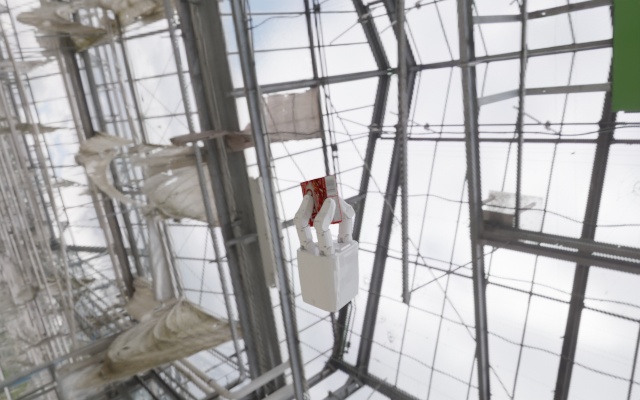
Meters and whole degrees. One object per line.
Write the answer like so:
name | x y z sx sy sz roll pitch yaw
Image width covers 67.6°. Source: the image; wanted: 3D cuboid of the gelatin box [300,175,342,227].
gelatin box | 0.000 0.002 0.883 0.030 0.089 0.073 -8 -1 -40
